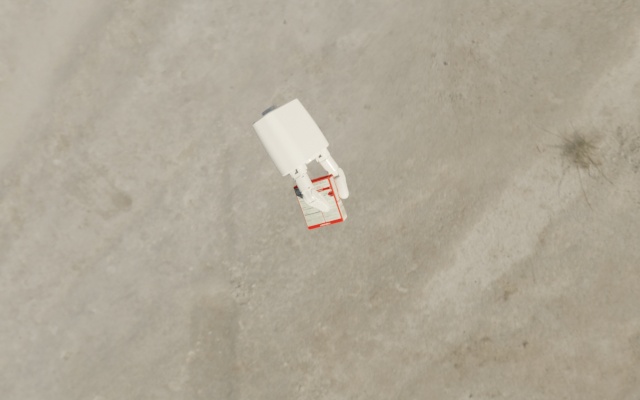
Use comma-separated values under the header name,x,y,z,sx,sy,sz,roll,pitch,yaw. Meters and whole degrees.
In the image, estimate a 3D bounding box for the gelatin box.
name,x,y,z,sx,sy,sz,roll,pitch,yaw
gelatin box,0.000,0.003,0.881,0.073,0.089,0.030,-16,10,22
